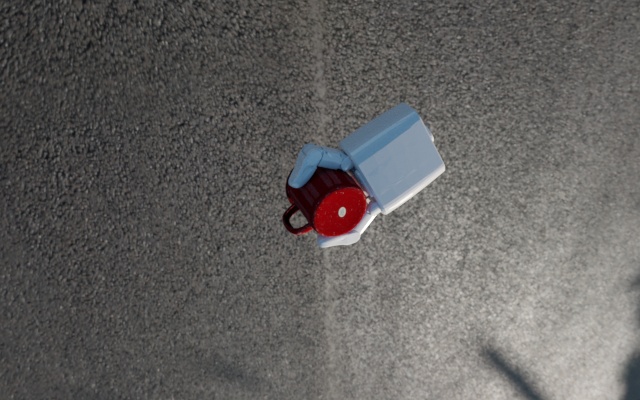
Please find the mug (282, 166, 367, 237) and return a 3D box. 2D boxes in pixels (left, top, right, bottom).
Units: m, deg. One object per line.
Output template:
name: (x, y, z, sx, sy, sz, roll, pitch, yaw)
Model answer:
mug: (-0.001, 0.003, 0.642, 0.117, 0.093, 0.081, -36, 40, -2)
